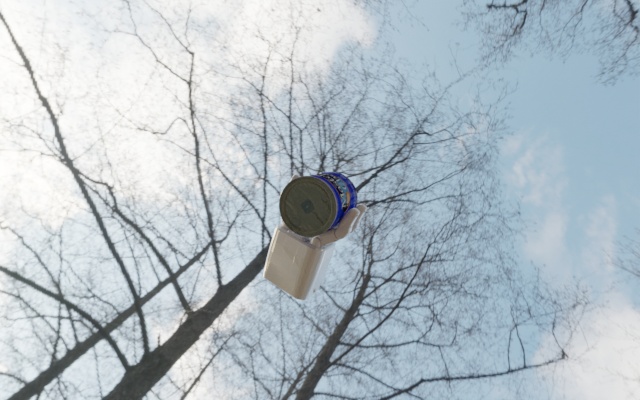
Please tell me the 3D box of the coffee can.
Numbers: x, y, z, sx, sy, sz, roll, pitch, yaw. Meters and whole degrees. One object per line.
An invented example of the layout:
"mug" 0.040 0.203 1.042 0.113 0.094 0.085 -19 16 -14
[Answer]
"coffee can" 0.000 0.003 0.858 0.103 0.103 0.140 0 6 19
